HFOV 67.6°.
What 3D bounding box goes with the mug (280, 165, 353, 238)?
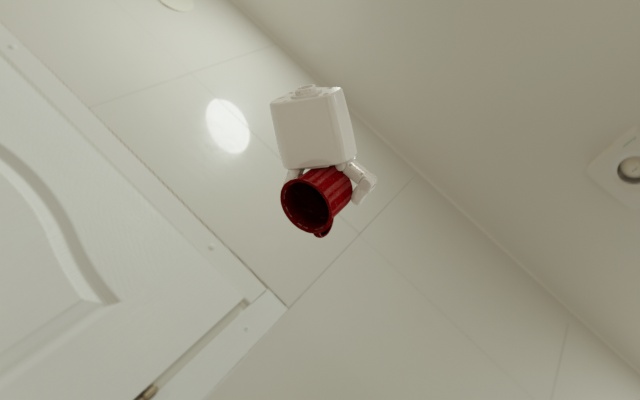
[{"bbox_3d":[0.001,0.004,0.749,0.093,0.117,0.081,6,30,33],"label":"mug"}]
